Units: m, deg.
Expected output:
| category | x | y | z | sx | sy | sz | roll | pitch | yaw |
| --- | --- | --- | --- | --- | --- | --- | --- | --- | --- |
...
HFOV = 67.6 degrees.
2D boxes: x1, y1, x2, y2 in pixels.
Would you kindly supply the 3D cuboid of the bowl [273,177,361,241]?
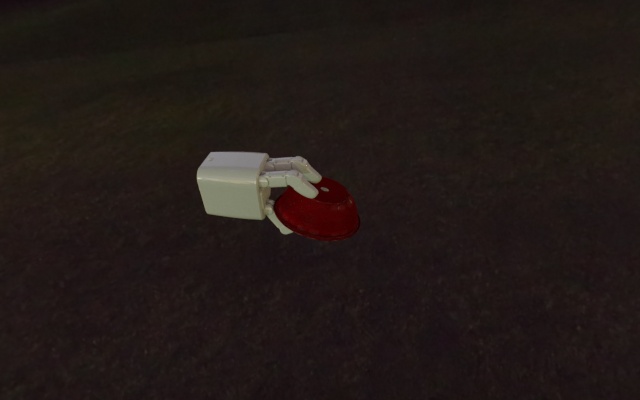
| category | x | y | z | sx | sy | sz | roll | pitch | yaw |
| --- | --- | --- | --- | --- | --- | --- | --- | --- | --- |
| bowl | 0.002 | 0.003 | 0.851 | 0.162 | 0.055 | 0.162 | 11 | 31 | -7 |
